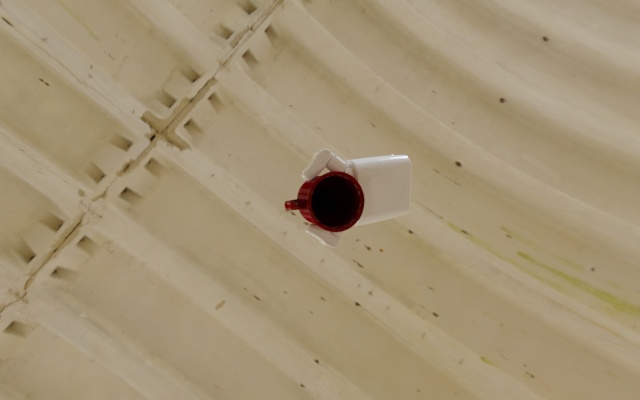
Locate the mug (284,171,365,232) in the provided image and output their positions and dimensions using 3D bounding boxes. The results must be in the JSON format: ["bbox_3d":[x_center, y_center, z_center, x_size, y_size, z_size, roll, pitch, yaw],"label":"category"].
[{"bbox_3d":[-0.001,0.003,0.754,0.117,0.093,0.081,-9,5,-19],"label":"mug"}]
